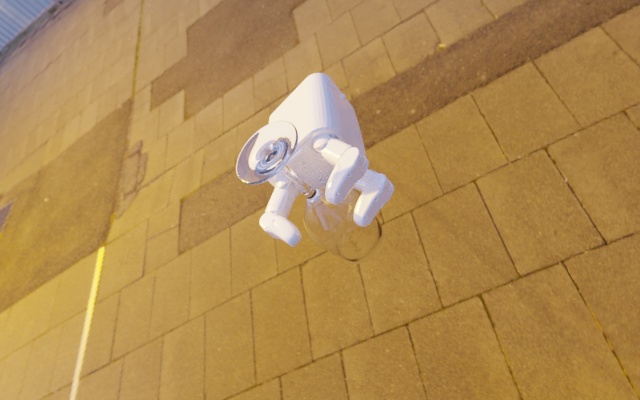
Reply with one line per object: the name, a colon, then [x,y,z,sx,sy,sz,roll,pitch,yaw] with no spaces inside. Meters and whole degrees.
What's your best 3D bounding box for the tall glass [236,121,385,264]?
tall glass: [0.000,0.002,0.529,0.079,0.079,0.201,0,-30,38]
